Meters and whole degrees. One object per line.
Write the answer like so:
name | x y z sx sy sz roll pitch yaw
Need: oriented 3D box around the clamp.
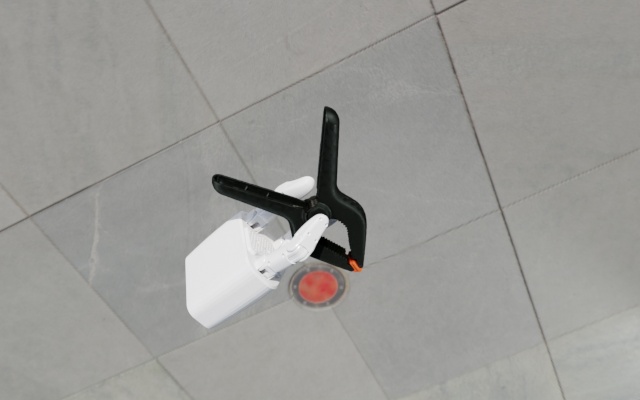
clamp | 0.000 0.003 0.565 0.164 0.210 0.036 -35 24 18
